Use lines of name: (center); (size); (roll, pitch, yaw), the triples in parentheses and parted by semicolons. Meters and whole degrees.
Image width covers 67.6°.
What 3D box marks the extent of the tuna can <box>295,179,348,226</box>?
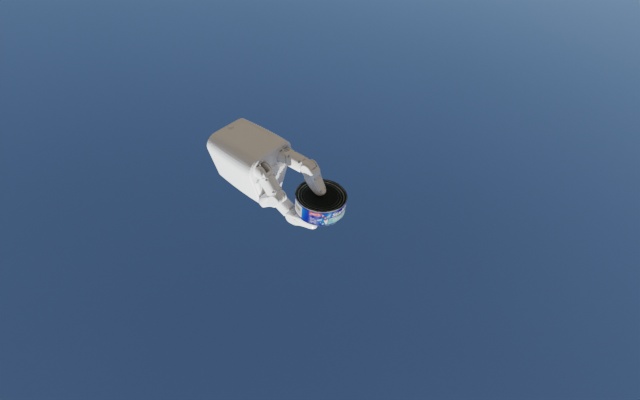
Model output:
tuna can: (0.000, 0.003, 0.788); (0.086, 0.034, 0.086); (4, 40, -3)
